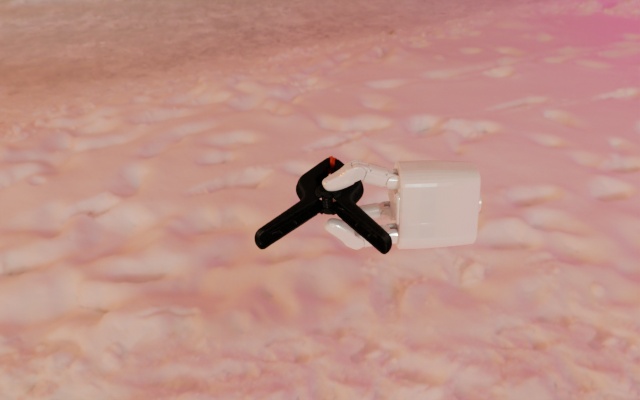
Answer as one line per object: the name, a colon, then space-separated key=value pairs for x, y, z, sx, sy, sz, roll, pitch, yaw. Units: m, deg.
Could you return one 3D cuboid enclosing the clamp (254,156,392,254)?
clamp: x=0.000 y=0.001 z=0.641 sx=0.164 sy=0.036 sz=0.209 roll=-1 pitch=33 yaw=-1
